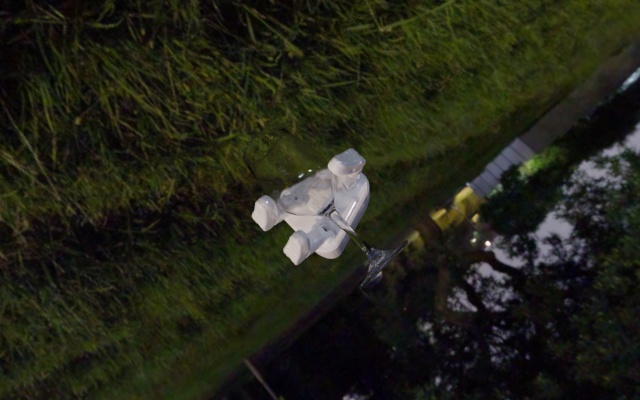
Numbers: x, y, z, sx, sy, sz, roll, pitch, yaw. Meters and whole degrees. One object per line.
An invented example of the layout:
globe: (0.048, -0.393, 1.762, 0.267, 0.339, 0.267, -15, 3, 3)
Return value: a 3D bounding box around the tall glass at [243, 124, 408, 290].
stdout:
tall glass: (0.001, 0.002, 0.537, 0.201, 0.079, 0.079, 45, 13, 14)
